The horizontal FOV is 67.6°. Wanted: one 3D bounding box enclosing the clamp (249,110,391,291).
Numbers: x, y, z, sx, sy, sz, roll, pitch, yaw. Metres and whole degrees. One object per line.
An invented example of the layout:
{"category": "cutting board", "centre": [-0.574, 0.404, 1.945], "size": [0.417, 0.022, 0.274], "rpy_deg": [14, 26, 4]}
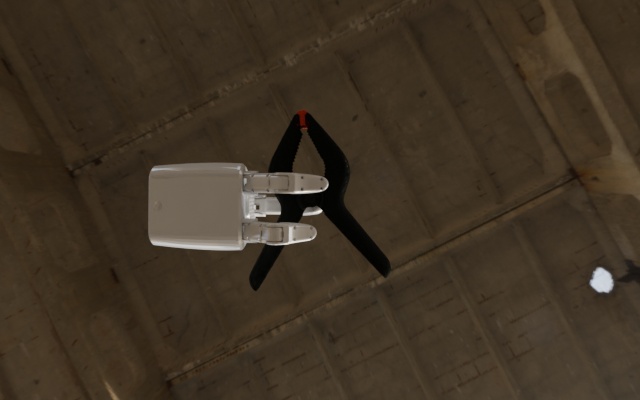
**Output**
{"category": "clamp", "centre": [0.000, 0.001, 0.556], "size": [0.164, 0.210, 0.036], "rpy_deg": [1, 1, 1]}
